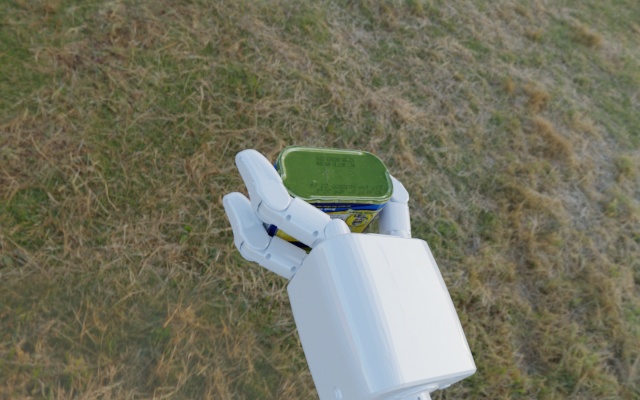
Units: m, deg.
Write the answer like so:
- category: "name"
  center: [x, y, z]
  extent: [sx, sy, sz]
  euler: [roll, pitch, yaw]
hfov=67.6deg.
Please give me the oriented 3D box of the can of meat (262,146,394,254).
- category: "can of meat"
  center: [0.000, 0.001, 0.404]
  extent: [0.102, 0.057, 0.084]
  euler: [1, -33, -23]
